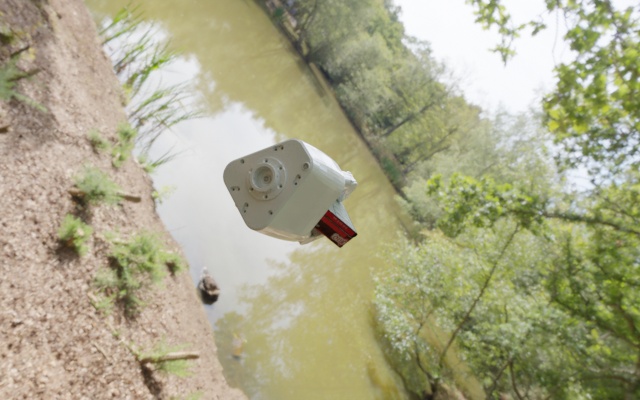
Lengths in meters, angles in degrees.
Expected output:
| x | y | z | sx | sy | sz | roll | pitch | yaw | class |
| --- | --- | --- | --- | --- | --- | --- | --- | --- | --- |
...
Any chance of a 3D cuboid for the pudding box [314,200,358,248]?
| x | y | z | sx | sy | sz | roll | pitch | yaw | class |
| --- | --- | --- | --- | --- | --- | --- | --- | --- | --- |
| 0.000 | 0.002 | 0.681 | 0.039 | 0.113 | 0.090 | -35 | -48 | 14 | pudding box |
